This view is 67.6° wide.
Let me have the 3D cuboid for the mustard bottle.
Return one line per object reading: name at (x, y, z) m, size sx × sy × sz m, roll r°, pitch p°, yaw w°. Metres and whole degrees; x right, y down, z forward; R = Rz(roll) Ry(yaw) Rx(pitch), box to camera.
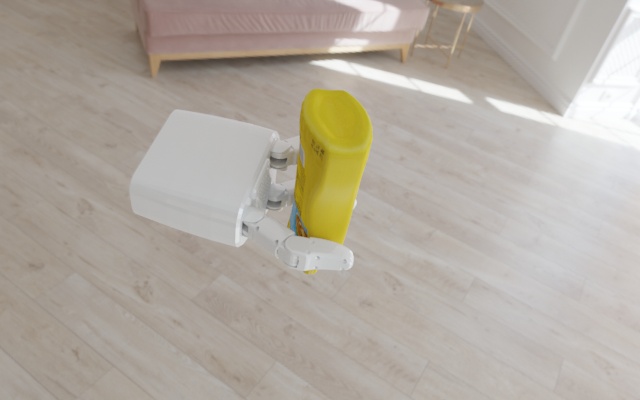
mustard bottle at (0.000, 0.001, 0.446) m, size 0.058 × 0.192 × 0.096 m, roll -1°, pitch 42°, yaw -13°
